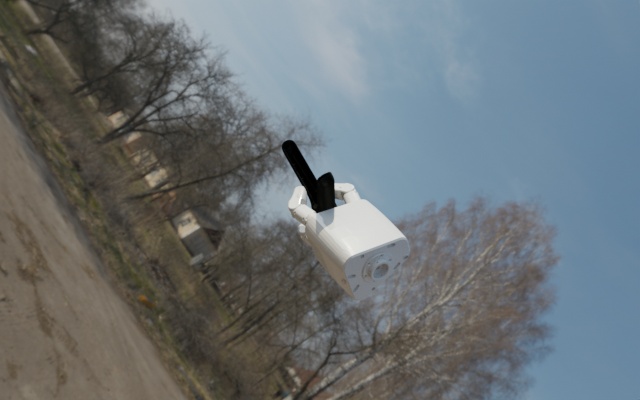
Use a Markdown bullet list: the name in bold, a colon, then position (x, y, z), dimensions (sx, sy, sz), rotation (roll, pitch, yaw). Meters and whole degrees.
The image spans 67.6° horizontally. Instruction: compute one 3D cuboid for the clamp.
- **clamp**: position (0.001, 0.003, 0.785), dimensions (0.036, 0.210, 0.164), rotation (-29, 40, -10)
